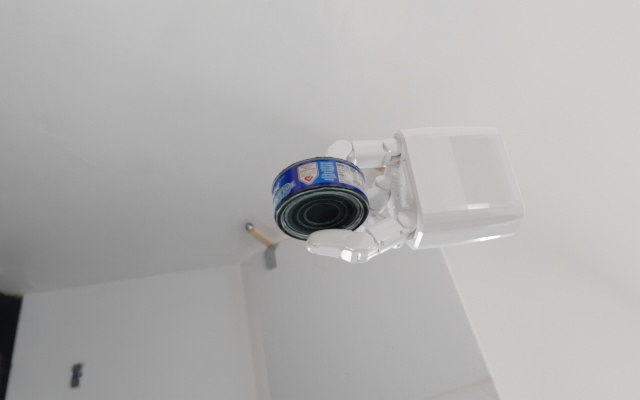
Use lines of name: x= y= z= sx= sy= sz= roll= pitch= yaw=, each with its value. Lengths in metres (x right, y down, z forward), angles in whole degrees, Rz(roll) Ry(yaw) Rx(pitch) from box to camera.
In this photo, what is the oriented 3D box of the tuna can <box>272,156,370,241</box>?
tuna can: x=0.000 y=0.002 z=0.426 sx=0.086 sy=0.033 sz=0.086 roll=-5 pitch=-36 yaw=-4
